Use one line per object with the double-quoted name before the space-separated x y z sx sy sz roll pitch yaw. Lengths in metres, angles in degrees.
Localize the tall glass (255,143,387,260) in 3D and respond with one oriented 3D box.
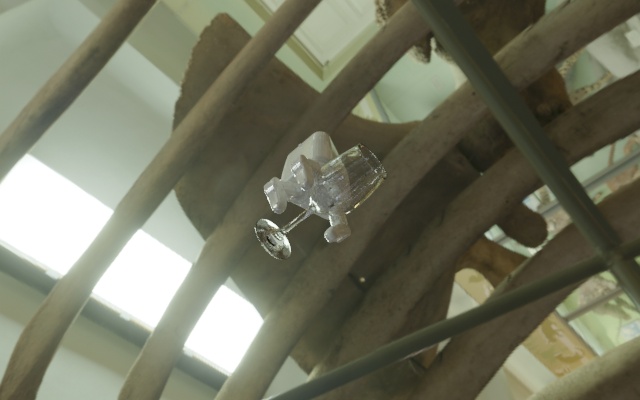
"tall glass" 0.000 0.003 0.696 0.201 0.079 0.079 -38 -16 22
